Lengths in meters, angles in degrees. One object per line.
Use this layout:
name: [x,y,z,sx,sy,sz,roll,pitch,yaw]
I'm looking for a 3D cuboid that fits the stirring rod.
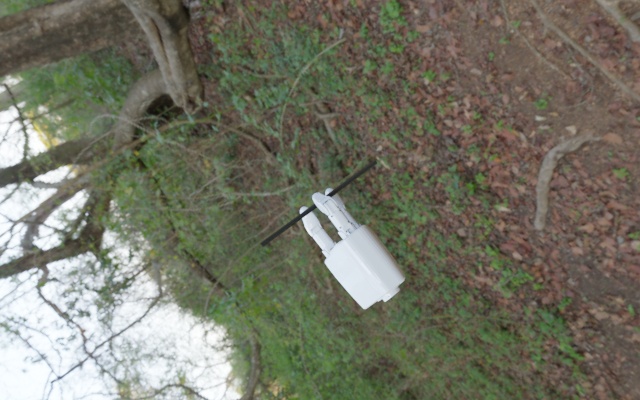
stirring rod: [0.000,0.003,0.796,0.239,0.011,0.011,-36,9,-12]
